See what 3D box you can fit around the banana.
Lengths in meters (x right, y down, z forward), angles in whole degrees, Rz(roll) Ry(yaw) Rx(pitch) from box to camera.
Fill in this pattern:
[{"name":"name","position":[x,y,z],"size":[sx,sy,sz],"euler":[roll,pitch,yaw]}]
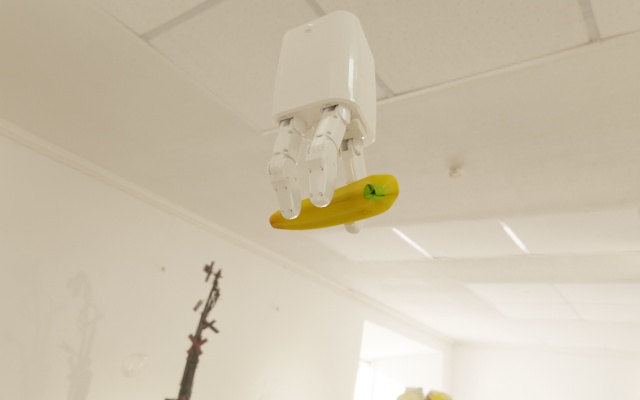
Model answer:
[{"name":"banana","position":[0.018,0.002,0.476],"size":[0.069,0.037,0.198],"euler":[5,-14,-30]}]
